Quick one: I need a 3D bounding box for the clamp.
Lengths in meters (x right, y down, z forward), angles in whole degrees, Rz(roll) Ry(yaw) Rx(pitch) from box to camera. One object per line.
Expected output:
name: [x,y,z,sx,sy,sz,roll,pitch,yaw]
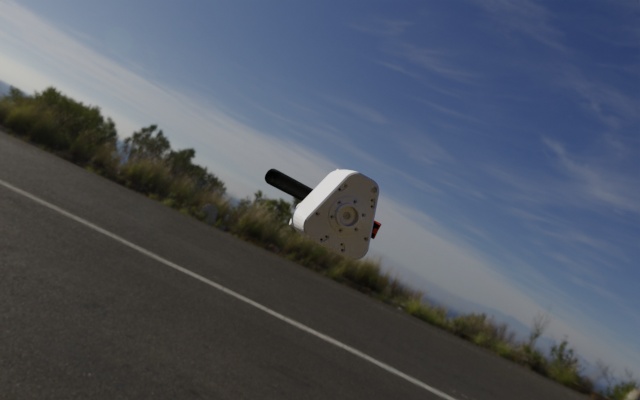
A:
clamp: [0.001,0.002,0.793,0.210,0.036,0.164,27,0,-10]
